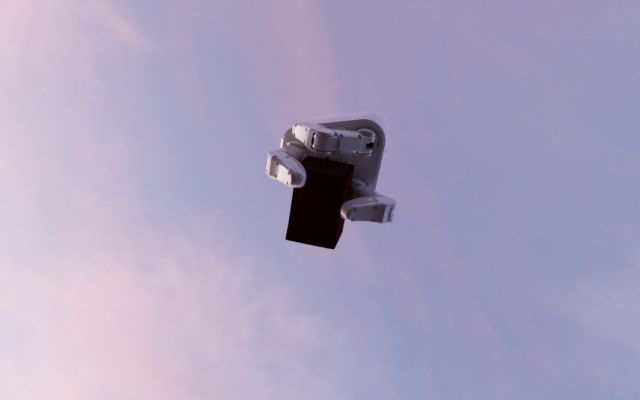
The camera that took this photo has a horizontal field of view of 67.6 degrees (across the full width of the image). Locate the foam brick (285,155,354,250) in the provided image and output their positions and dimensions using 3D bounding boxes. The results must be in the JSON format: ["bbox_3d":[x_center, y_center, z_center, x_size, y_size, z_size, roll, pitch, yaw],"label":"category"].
[{"bbox_3d":[0.000,0.002,0.484,0.053,0.078,0.051,13,20,8],"label":"foam brick"}]
